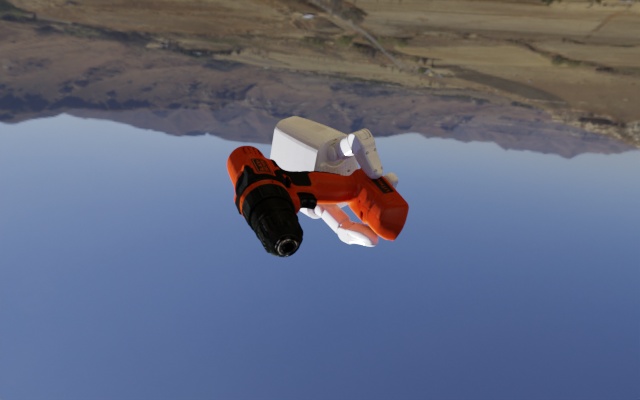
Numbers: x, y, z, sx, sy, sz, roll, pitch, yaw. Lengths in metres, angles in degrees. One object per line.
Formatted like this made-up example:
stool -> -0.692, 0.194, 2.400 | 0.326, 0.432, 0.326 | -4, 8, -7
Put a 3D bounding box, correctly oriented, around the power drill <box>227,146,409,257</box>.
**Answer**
power drill -> 0.000, 0.002, 0.525 | 0.187, 0.057, 0.184 | 7, 29, -27
